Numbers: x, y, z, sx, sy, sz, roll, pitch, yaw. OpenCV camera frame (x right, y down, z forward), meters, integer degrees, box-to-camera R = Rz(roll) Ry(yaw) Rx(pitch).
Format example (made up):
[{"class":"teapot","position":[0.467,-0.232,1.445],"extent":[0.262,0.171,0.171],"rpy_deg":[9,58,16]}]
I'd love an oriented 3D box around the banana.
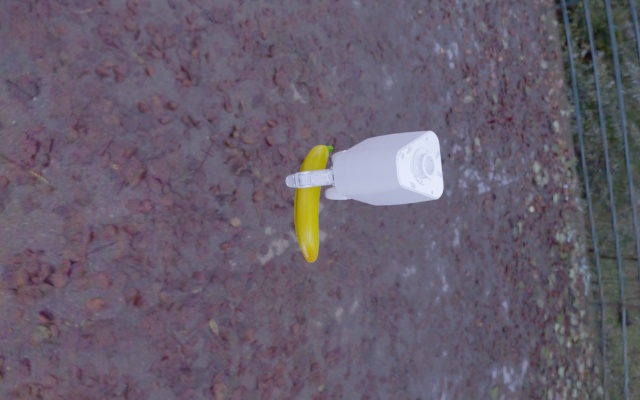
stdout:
[{"class":"banana","position":[-0.011,-0.007,0.736],"extent":[0.037,0.197,0.070],"rpy_deg":[-4,-21,41]}]
